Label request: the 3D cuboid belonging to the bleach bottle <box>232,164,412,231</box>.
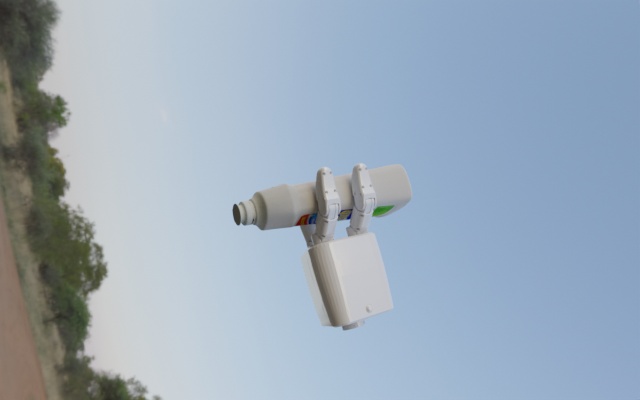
[{"bbox_3d":[0.000,0.002,0.656,0.251,0.068,0.102,-9,-13,-30],"label":"bleach bottle"}]
